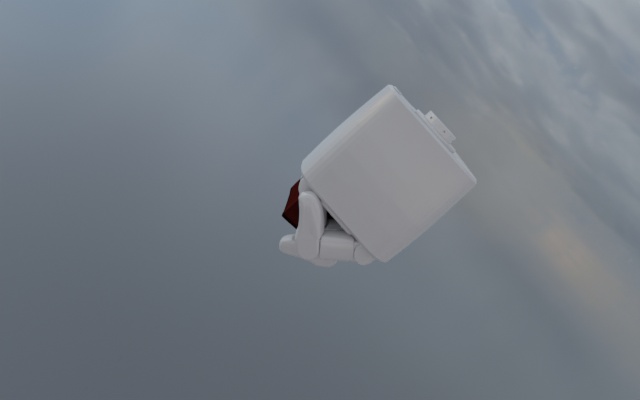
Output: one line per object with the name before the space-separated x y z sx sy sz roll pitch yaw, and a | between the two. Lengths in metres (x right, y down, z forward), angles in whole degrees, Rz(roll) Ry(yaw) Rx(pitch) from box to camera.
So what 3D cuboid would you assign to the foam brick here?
foam brick | 0.000 0.001 0.494 0.051 0.053 0.078 -43 14 18
